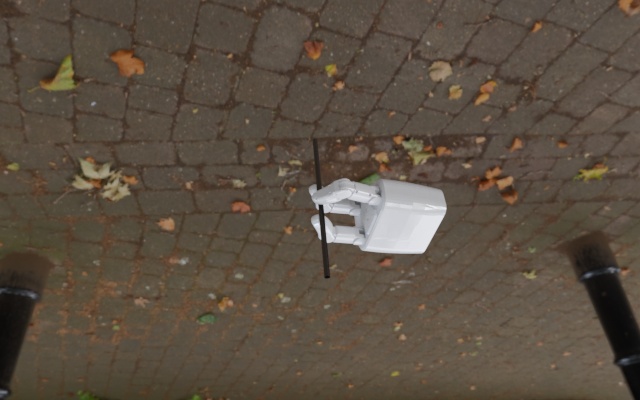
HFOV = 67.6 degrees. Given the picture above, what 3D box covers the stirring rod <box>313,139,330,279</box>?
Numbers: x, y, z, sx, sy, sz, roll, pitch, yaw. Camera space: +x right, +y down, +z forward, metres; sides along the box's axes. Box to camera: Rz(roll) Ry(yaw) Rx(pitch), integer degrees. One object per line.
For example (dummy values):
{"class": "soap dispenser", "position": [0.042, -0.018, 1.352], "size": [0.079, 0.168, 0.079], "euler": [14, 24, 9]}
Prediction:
{"class": "stirring rod", "position": [0.000, 0.002, 0.696], "size": [0.011, 0.239, 0.011], "euler": [-3, -34, -2]}
